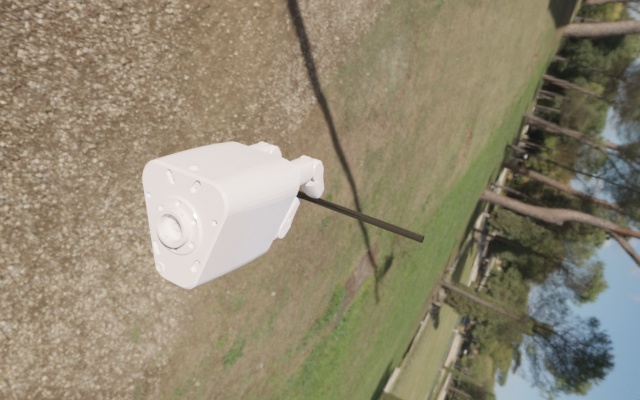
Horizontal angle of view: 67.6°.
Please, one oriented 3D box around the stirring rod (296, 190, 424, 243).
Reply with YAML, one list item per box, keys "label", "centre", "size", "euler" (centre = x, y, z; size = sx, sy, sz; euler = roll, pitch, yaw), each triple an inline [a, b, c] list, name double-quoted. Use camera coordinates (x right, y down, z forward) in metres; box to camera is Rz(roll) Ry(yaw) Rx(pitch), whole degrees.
- label: "stirring rod"
  centre: [0.000, 0.002, 0.532]
  size: [0.239, 0.011, 0.011]
  euler: [20, 8, 23]
